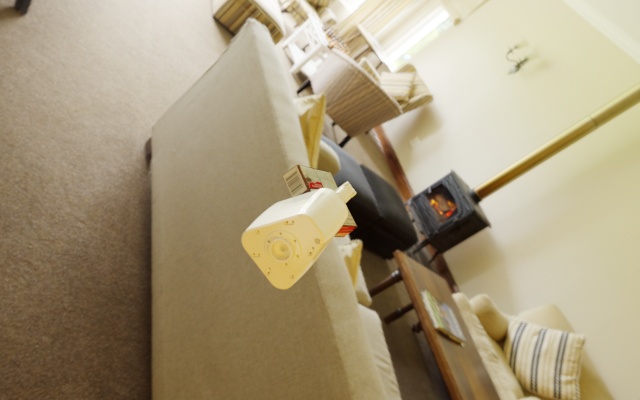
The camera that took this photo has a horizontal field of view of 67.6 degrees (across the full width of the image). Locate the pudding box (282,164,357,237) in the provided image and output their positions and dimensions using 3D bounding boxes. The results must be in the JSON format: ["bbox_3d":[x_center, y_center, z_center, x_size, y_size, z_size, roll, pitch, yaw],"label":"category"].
[{"bbox_3d":[0.000,0.002,0.748,0.039,0.113,0.090,-36,-24,27],"label":"pudding box"}]
